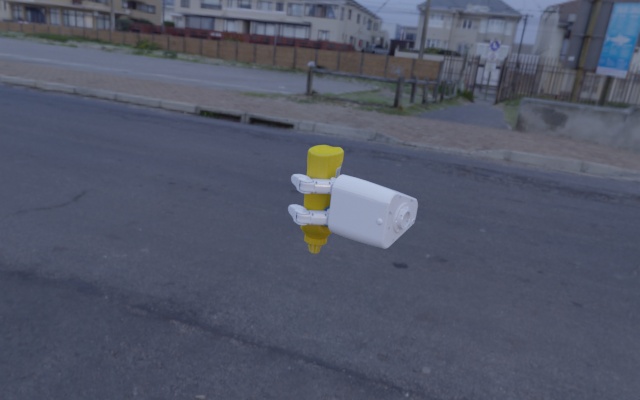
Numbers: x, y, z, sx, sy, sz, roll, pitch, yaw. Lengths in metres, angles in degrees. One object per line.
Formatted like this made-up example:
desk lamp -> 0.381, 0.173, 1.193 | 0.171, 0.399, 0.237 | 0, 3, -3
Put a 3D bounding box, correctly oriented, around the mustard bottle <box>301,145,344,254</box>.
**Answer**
mustard bottle -> 0.000, 0.002, 0.843 | 0.058, 0.192, 0.096 | 10, 17, 12
